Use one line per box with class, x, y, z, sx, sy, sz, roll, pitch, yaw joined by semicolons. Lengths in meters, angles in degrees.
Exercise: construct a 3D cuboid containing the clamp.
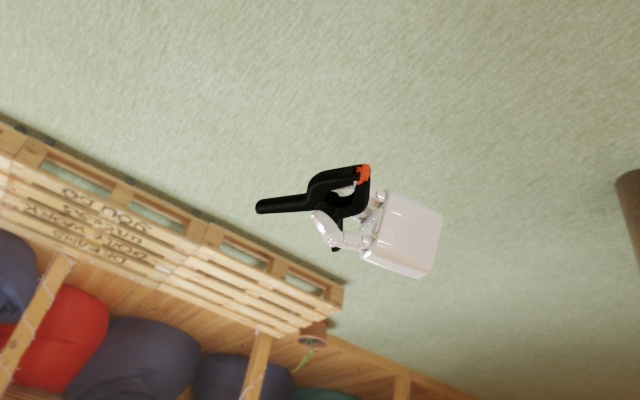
clamp;0.000;0.003;0.726;0.164;0.036;0.210;23;-38;-13
